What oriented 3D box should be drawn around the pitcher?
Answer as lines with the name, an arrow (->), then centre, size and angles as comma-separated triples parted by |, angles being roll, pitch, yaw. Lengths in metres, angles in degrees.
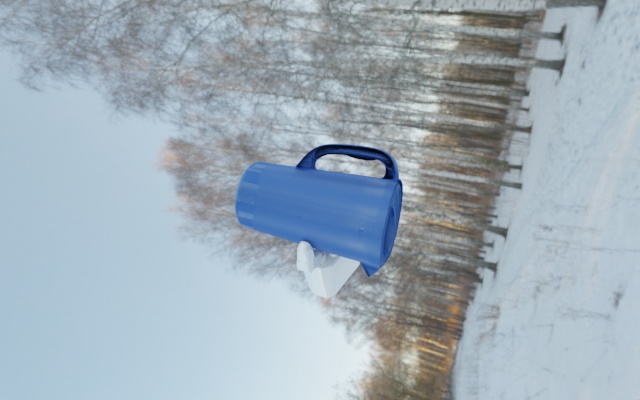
pitcher -> 0.000, 0.003, 0.728 | 0.243, 0.149, 0.145 | 12, -36, 17
